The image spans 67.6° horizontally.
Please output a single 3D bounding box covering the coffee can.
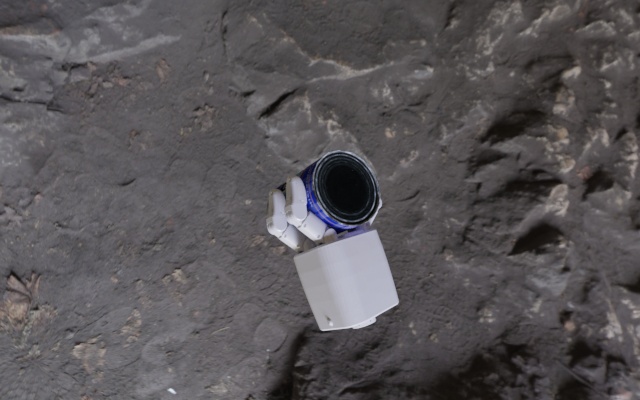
[{"bbox_3d":[0.000,0.002,0.661,0.103,0.102,0.140,0,-16,-31],"label":"coffee can"}]
